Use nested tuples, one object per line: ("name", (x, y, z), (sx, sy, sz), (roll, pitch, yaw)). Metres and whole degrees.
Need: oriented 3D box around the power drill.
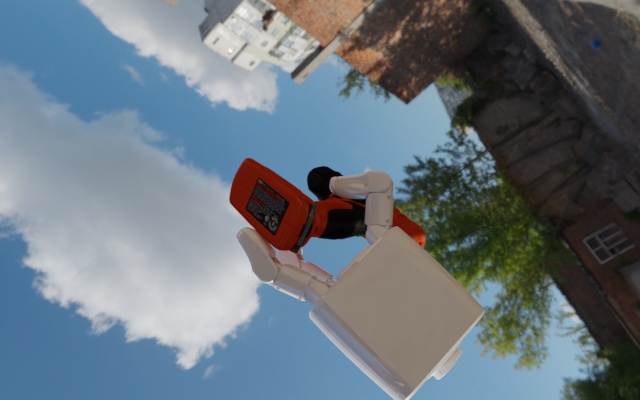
("power drill", (0.000, 0.002, 0.514), (0.187, 0.057, 0.184), (6, 22, -46))
